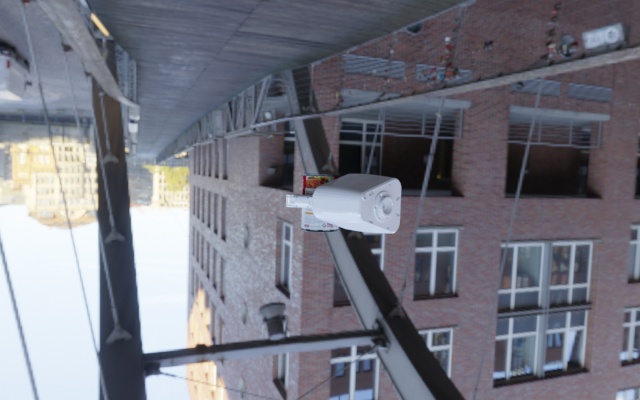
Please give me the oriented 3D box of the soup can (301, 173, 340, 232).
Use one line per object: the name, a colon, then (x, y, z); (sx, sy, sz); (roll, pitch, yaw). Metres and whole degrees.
soup can: (0.000, 0.003, 0.860); (0.068, 0.102, 0.068); (2, 4, 0)
